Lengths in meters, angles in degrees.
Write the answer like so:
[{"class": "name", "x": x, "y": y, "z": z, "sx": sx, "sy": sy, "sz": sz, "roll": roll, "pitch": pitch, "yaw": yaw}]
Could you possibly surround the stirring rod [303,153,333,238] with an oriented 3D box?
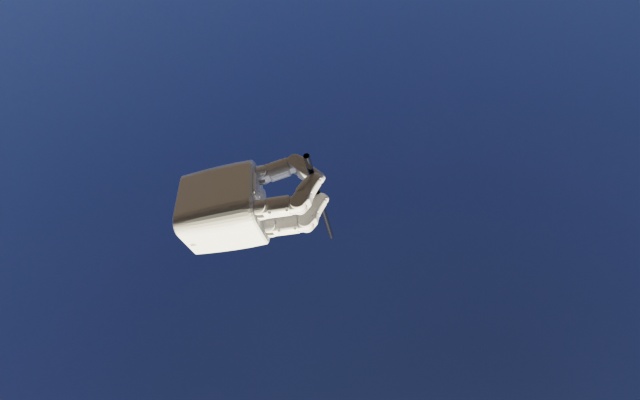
[{"class": "stirring rod", "x": 0.000, "y": 0.002, "z": 0.691, "sx": 0.011, "sy": 0.011, "sz": 0.240, "roll": 0, "pitch": -28, "yaw": 10}]
